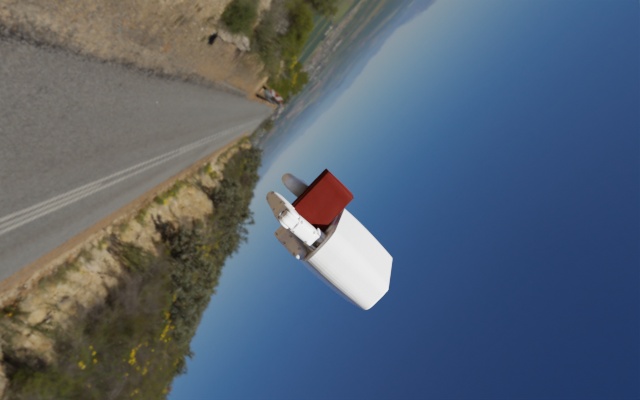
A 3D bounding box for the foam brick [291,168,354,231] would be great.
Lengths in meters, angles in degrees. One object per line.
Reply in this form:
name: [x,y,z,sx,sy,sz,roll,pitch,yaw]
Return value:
foam brick: [0.000,0.002,0.642,0.051,0.078,0.053,43,6,-5]
